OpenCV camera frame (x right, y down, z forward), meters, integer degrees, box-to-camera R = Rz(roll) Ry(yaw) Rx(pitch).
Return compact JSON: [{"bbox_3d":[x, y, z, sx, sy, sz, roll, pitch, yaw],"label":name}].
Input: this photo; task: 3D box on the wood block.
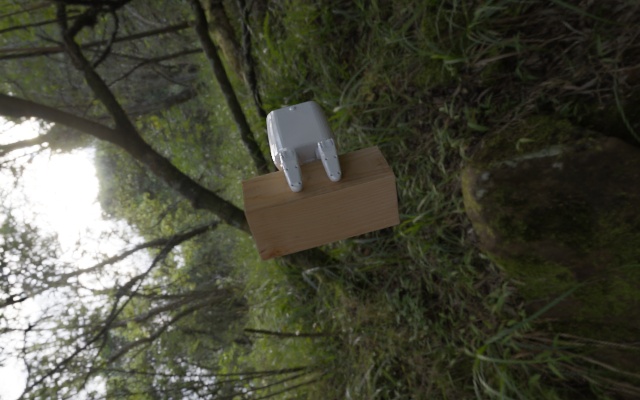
[{"bbox_3d":[0.000,0.002,0.692,0.206,0.091,0.090,-15,36,-3],"label":"wood block"}]
